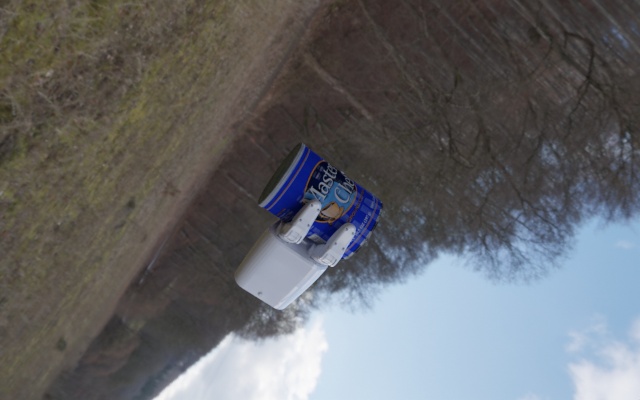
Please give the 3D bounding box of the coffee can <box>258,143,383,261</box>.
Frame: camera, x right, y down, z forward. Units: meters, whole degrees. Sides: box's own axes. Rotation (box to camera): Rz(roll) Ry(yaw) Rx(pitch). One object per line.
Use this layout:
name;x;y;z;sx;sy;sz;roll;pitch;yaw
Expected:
coffee can;0.000;0.002;0.658;0.140;0.103;0.103;35;-8;-12
